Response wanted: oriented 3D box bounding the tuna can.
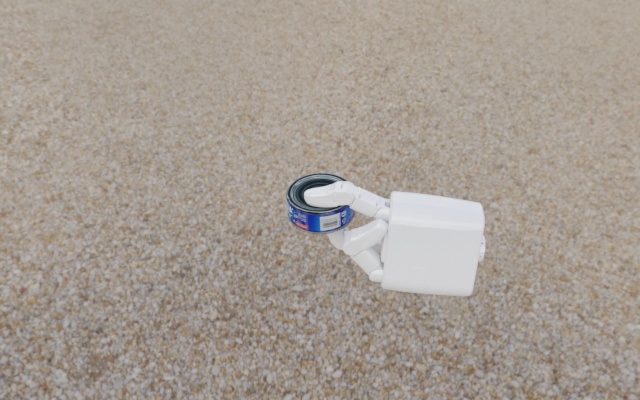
[{"bbox_3d":[0.000,0.002,0.599,0.086,0.034,0.086,-2,38,1],"label":"tuna can"}]
